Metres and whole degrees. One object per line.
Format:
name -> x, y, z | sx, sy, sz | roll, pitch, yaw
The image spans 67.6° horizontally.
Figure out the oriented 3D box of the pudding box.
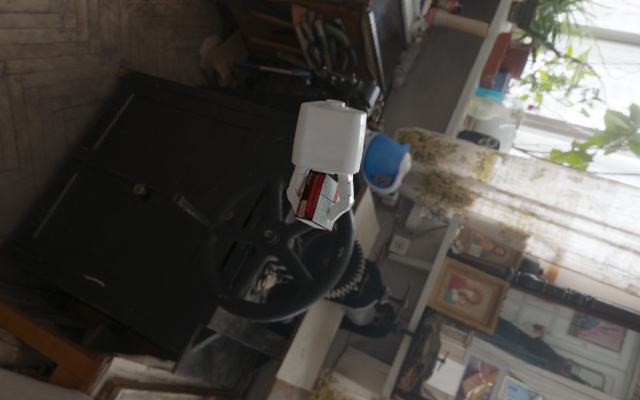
pudding box -> 0.000, 0.003, 0.867 | 0.039, 0.090, 0.113 | 15, -8, 24
